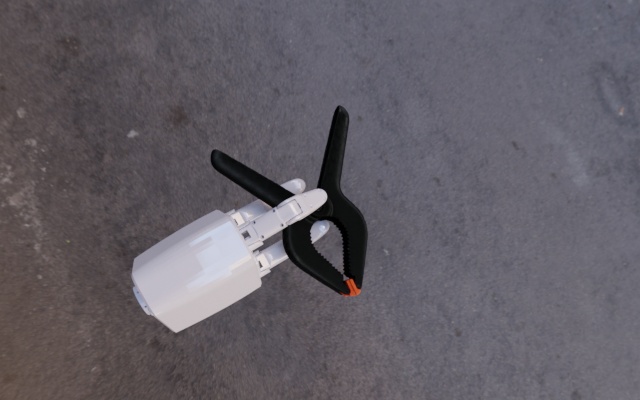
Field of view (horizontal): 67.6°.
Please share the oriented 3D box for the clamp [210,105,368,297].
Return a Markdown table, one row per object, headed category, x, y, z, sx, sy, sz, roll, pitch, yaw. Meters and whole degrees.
| category | x | y | z | sx | sy | sz | roll | pitch | yaw |
| --- | --- | --- | --- | --- | --- | --- | --- | --- | --- |
| clamp | 0.000 | 0.002 | 0.523 | 0.164 | 0.210 | 0.036 | -30 | -4 | -16 |
